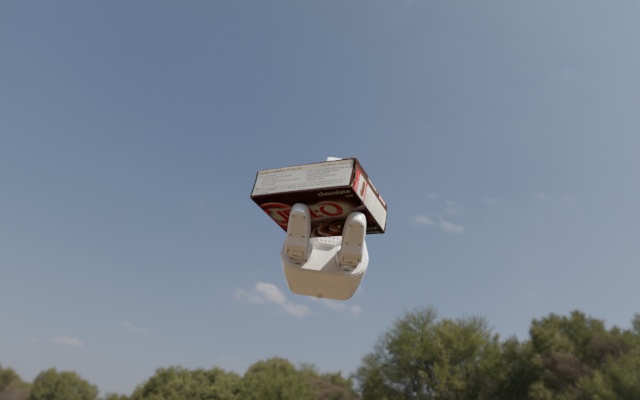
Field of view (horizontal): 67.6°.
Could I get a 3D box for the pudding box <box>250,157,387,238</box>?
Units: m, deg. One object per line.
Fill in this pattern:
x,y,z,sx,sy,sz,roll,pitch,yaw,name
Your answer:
0.000,0.001,0.483,0.113,0.039,0.090,-8,-34,26,pudding box
